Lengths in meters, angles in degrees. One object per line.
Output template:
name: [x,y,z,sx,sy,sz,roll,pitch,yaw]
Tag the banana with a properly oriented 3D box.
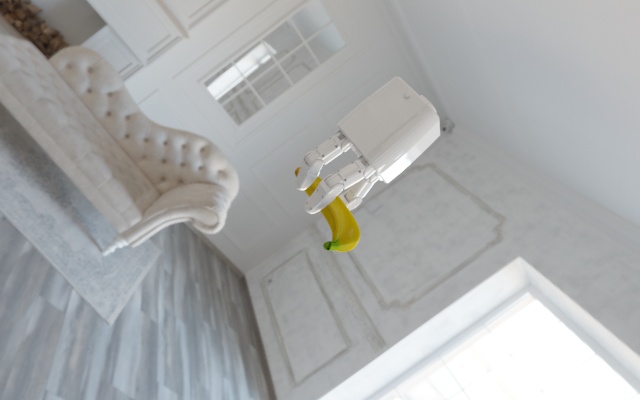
banana: [0.014,0.013,0.667,0.070,0.037,0.197,37,15,-32]
